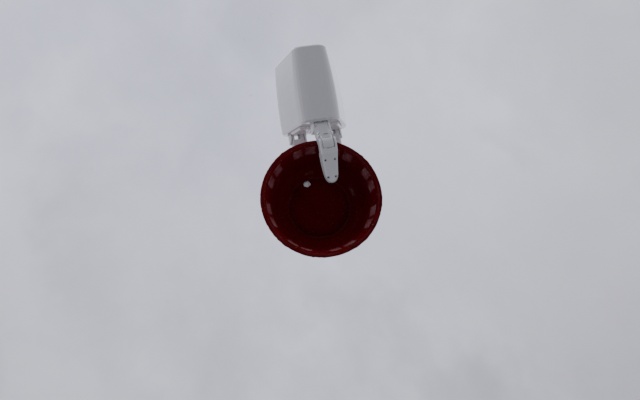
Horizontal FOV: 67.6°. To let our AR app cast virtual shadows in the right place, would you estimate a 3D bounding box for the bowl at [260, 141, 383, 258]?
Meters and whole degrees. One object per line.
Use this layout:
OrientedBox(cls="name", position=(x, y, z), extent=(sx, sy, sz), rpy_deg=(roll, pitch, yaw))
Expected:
OrientedBox(cls="bowl", position=(0.000, 0.004, 0.652), extent=(0.162, 0.162, 0.055), rpy_deg=(0, -16, -4))
